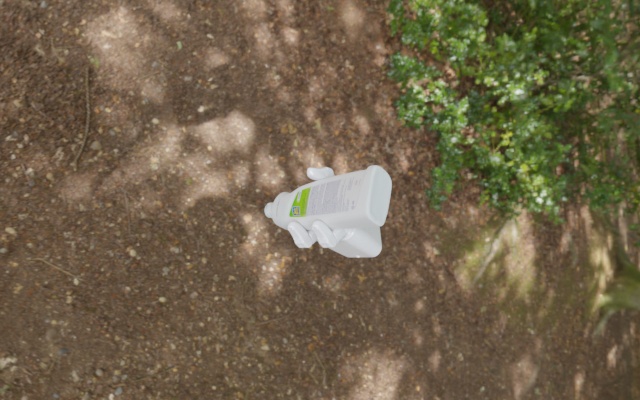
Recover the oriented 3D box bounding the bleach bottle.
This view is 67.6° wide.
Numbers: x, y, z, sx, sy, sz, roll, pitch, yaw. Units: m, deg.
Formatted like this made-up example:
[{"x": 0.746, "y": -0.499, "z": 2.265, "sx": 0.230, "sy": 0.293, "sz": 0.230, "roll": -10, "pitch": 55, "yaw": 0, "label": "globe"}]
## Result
[{"x": 0.000, "y": 0.003, "z": 0.857, "sx": 0.251, "sy": 0.102, "sz": 0.068, "roll": -5, "pitch": -28, "yaw": 38, "label": "bleach bottle"}]
